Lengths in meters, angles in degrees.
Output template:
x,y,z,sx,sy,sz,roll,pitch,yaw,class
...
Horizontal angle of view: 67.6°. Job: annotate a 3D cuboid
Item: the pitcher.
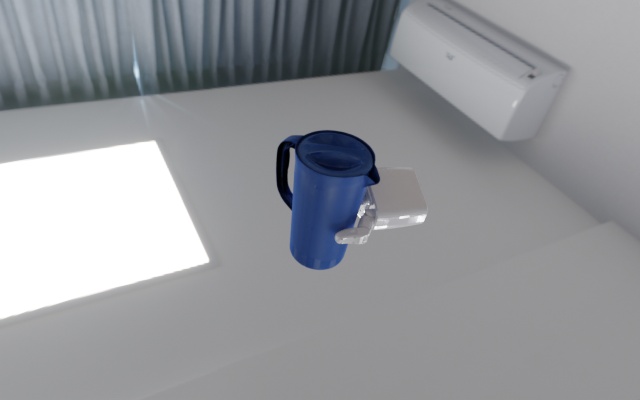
x,y,z,sx,sy,sz,roll,pitch,yaw,class
0.000,0.003,0.850,0.145,0.243,0.149,-5,42,-17,pitcher
